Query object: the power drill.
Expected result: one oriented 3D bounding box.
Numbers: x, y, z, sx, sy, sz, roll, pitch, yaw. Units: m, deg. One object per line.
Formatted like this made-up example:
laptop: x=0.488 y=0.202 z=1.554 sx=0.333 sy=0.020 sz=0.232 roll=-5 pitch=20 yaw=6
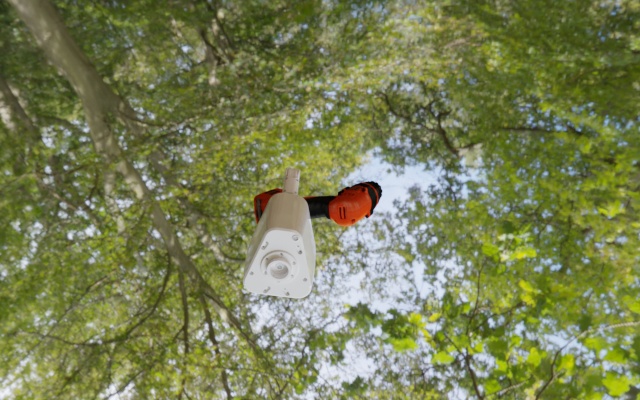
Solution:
power drill: x=0.000 y=0.003 z=0.785 sx=0.187 sy=0.057 sz=0.184 roll=-5 pitch=8 yaw=21
